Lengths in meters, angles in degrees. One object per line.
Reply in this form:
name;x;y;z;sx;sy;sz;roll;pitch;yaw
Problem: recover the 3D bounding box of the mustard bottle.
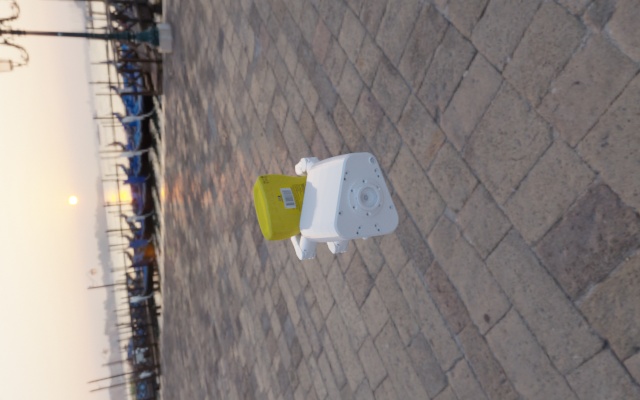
mustard bottle;0.000;0.003;0.727;0.191;0.096;0.058;-6;-26;-24
